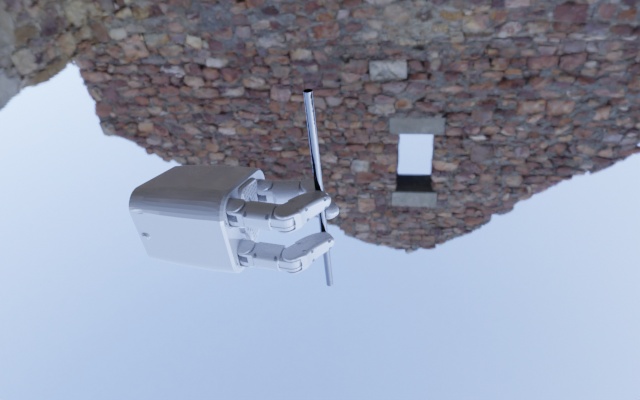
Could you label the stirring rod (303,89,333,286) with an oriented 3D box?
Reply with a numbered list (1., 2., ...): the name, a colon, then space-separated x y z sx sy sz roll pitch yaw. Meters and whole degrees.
1. stirring rod: 0.000 0.001 0.479 0.011 0.240 0.011 -4 38 3
